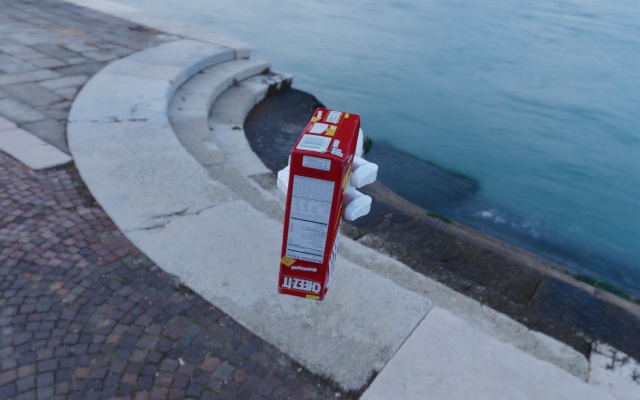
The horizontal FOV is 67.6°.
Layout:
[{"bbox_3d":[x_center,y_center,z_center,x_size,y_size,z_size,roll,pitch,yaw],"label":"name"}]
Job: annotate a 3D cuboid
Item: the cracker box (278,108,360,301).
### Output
[{"bbox_3d":[0.000,0.002,0.656,0.072,0.214,0.164,11,29,6],"label":"cracker box"}]
